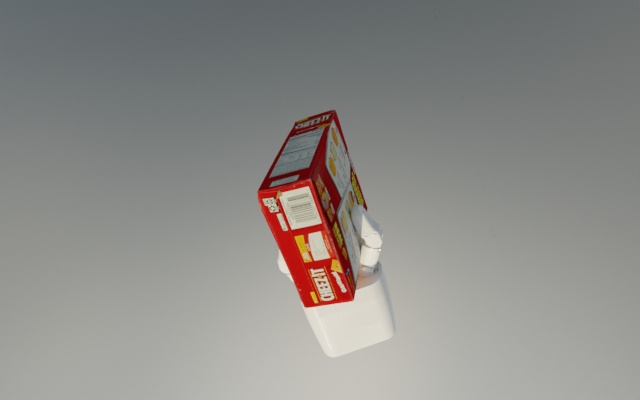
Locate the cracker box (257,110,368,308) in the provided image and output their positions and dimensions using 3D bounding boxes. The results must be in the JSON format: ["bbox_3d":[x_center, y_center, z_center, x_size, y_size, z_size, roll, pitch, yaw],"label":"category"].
[{"bbox_3d":[0.000,0.002,0.607,0.072,0.164,0.213,-12,27,16],"label":"cracker box"}]
